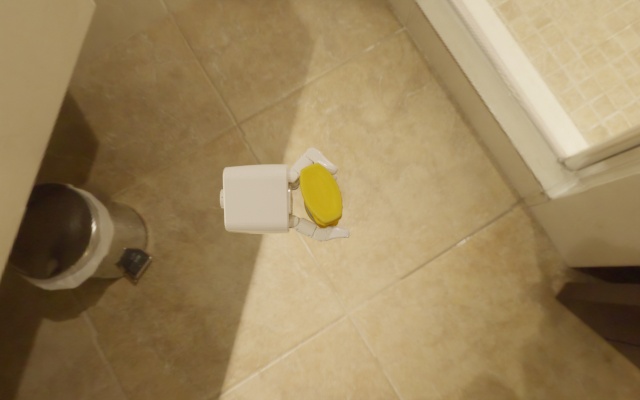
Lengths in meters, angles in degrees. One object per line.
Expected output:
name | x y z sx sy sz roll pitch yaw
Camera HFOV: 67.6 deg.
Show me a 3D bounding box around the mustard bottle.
mustard bottle | 0.000 0.003 0.820 0.058 0.096 0.192 -25 -8 -4
